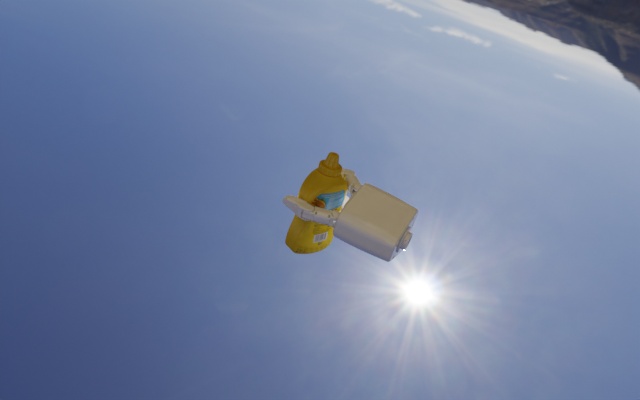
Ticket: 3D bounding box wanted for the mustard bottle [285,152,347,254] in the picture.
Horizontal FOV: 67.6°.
[{"bbox_3d":[0.000,0.003,0.847,0.096,0.192,0.058,-10,39,-38],"label":"mustard bottle"}]
